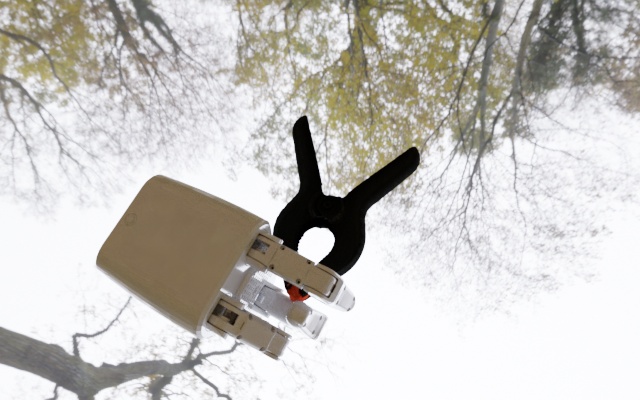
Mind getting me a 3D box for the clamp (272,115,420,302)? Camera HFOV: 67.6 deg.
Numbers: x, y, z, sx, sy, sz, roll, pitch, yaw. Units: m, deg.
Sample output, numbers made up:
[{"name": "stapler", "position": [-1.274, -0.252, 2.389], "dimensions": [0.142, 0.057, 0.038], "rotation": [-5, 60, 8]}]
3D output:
[{"name": "clamp", "position": [0.000, 0.002, 0.418], "dimensions": [0.120, 0.171, 0.039], "rotation": [24, -22, 19]}]
